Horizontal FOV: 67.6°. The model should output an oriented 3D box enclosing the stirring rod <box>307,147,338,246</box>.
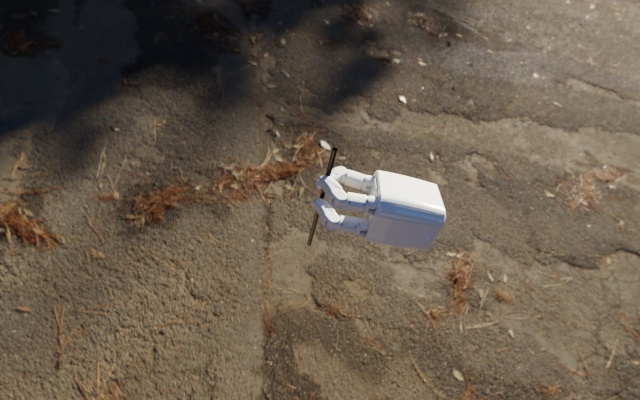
[{"bbox_3d":[0.000,0.003,0.787,0.011,0.011,0.240,0,-40,-13],"label":"stirring rod"}]
